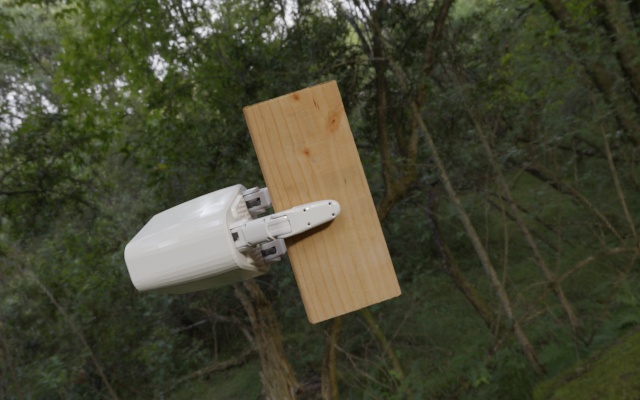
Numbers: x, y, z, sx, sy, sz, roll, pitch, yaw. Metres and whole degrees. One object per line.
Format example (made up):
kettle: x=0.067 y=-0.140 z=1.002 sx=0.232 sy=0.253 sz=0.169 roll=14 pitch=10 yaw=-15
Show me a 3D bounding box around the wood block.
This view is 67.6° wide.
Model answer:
wood block: x=0.000 y=0.002 z=0.474 sx=0.090 sy=0.206 sz=0.091 roll=-18 pitch=2 yaw=-3
